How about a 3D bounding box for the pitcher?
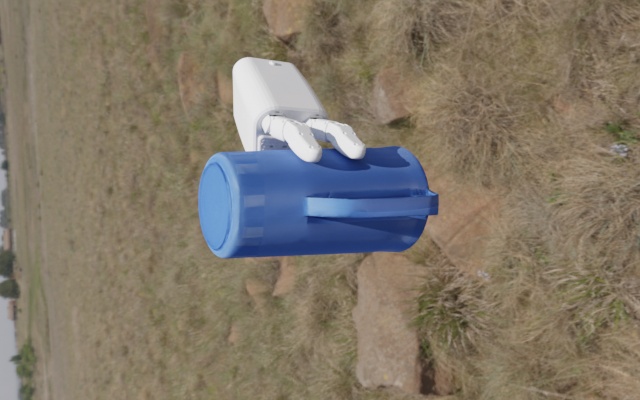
[{"bbox_3d":[0.000,0.002,0.533,0.243,0.145,0.149,-2,-39,-32],"label":"pitcher"}]
